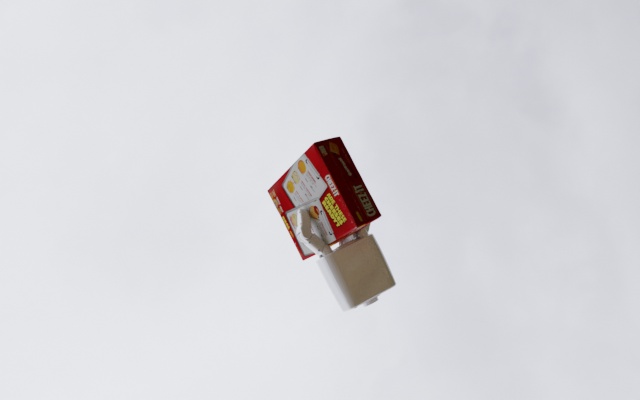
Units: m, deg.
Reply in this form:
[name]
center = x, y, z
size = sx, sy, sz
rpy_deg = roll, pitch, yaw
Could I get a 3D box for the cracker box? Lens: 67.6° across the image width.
[cracker box]
center = 0.000, 0.003, 0.896
size = 0.072, 0.164, 0.214
rpy_deg = -22, -10, -35
